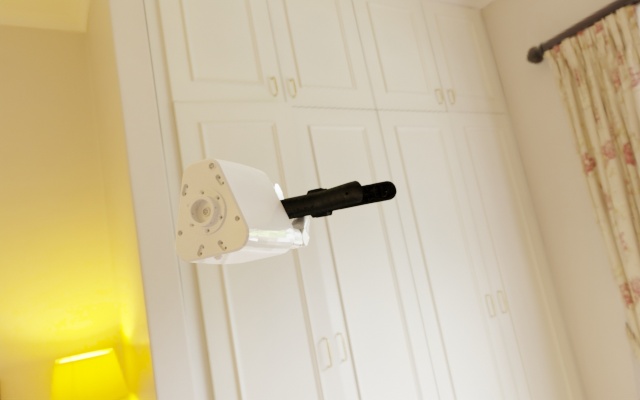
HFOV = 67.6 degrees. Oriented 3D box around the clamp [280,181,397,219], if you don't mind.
[{"bbox_3d":[0.000,0.001,0.587,0.171,0.039,0.120,-14,-10,19],"label":"clamp"}]
